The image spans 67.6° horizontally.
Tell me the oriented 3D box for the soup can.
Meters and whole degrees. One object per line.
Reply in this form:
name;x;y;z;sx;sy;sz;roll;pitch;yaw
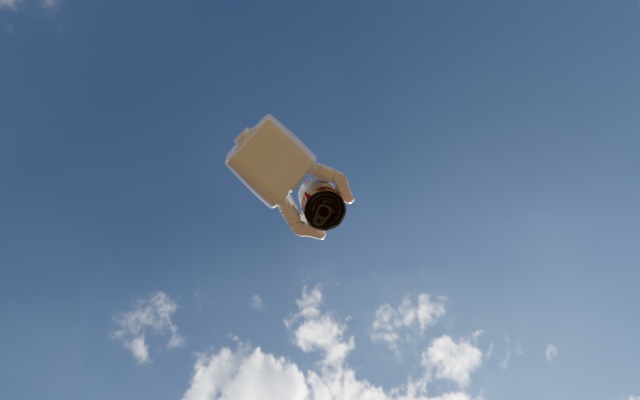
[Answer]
soup can;0.001;0.003;0.806;0.068;0.068;0.102;0;16;-9
